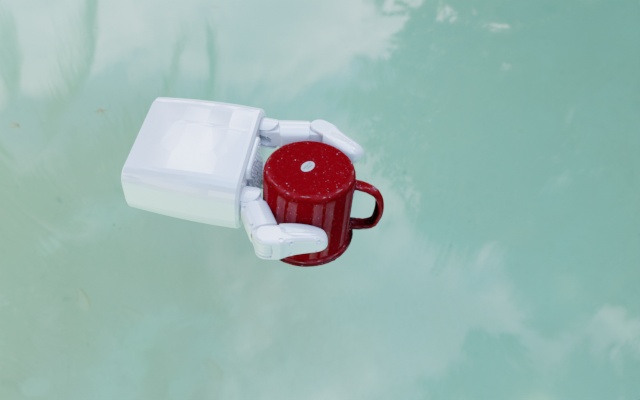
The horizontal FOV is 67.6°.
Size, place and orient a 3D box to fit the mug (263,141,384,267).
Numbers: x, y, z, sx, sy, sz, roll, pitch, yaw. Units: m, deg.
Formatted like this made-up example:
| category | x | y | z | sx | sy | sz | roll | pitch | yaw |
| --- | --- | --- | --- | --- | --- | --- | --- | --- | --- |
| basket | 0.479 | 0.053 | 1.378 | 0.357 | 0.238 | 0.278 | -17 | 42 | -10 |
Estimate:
| category | x | y | z | sx | sy | sz | roll | pitch | yaw |
| --- | --- | --- | --- | --- | --- | --- | --- | --- | --- |
| mug | 0.002 | 0.002 | 0.439 | 0.117 | 0.082 | 0.093 | 8 | 44 | 2 |
